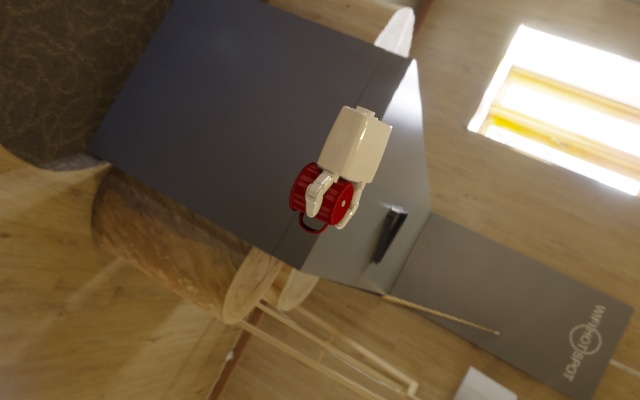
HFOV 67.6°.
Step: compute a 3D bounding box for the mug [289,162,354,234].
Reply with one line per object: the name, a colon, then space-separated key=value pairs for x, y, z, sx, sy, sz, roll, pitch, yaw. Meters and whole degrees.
mug: x=0.000 y=0.004 z=0.825 sx=0.081 sy=0.117 sz=0.093 roll=25 pitch=11 yaw=19
